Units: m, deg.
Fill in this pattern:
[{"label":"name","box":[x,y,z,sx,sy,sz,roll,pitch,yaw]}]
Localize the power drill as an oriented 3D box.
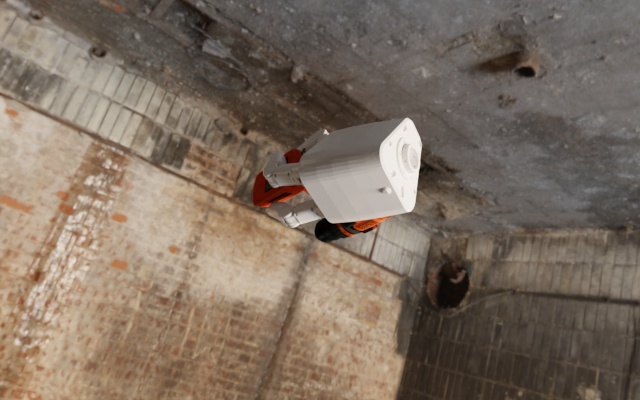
[{"label":"power drill","box":[0.000,0.002,0.692,0.188,0.057,0.184,20,-34,-33]}]
